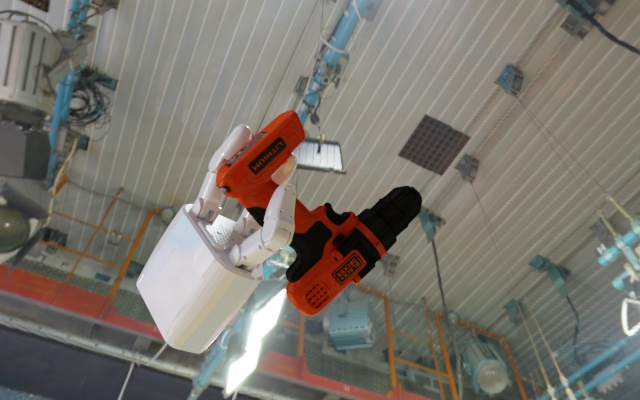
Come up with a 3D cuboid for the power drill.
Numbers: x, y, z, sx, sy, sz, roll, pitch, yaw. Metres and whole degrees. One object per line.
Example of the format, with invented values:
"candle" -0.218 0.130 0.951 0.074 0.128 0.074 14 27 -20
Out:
"power drill" 0.000 0.001 0.497 0.184 0.188 0.057 -43 18 -10
